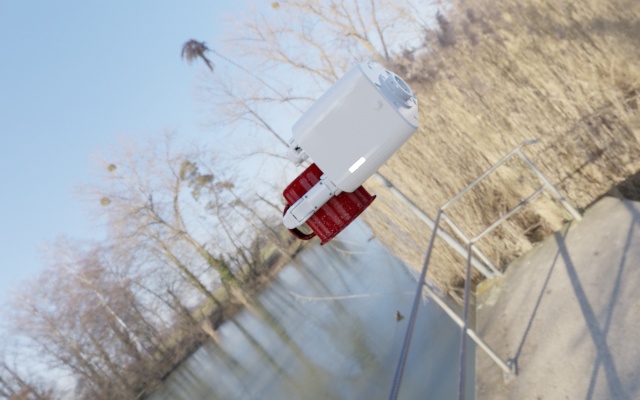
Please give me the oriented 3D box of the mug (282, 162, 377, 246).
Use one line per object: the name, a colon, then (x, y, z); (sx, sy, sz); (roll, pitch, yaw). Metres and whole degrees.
mug: (-0.001, 0.003, 0.593); (0.117, 0.081, 0.093); (-42, 0, 28)
